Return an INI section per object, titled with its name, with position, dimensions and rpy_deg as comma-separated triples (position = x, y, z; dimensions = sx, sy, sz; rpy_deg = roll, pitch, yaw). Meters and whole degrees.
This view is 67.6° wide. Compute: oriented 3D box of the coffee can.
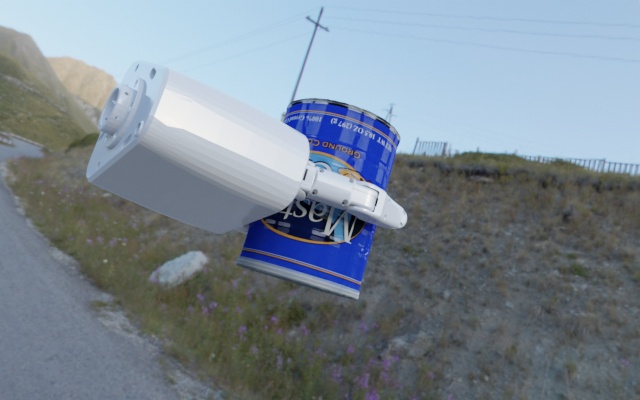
[coffee can]
position = 0.000, 0.002, 0.401
dimensions = 0.103, 0.140, 0.103
rpy_deg = 16, -11, 3
